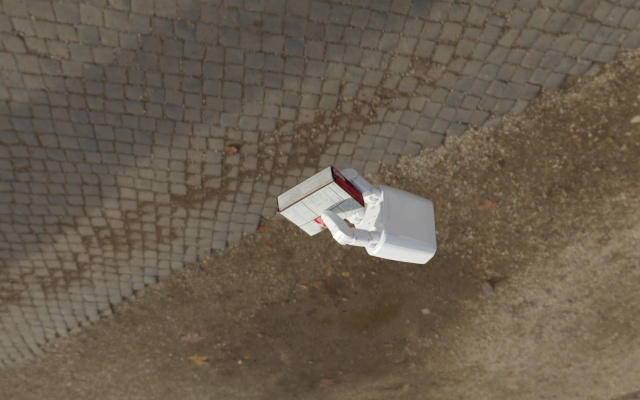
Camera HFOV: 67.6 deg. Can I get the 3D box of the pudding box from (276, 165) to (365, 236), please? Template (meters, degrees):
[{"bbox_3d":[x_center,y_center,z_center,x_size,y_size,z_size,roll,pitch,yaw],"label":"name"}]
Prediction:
[{"bbox_3d":[0.000,0.003,0.759,0.113,0.039,0.090,-30,-45,22],"label":"pudding box"}]
